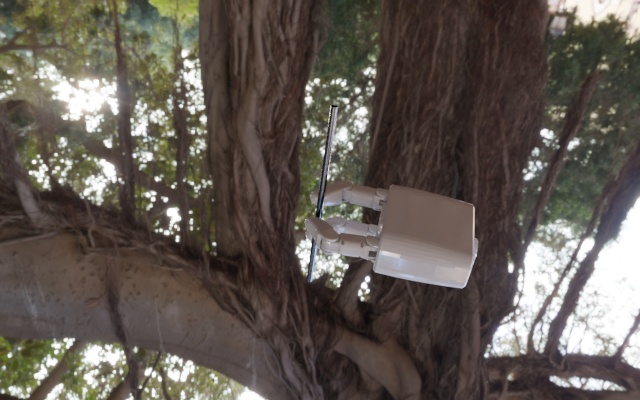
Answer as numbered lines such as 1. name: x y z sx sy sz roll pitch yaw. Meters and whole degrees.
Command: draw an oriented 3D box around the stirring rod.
1. stirring rod: 0.000 0.002 0.575 0.011 0.240 0.011 6 30 -4
